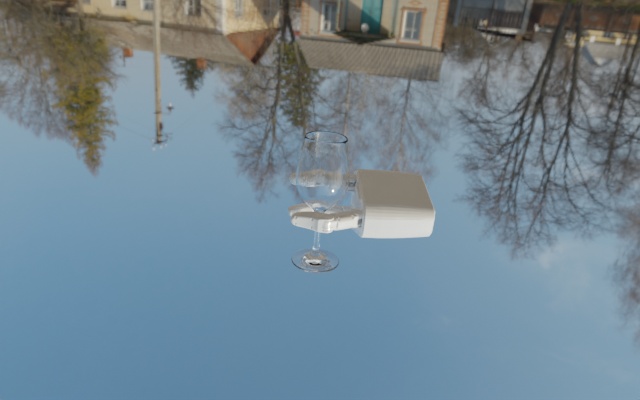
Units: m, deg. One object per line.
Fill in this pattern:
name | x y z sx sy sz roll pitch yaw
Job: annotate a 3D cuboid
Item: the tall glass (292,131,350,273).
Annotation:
tall glass | 0.000 0.003 0.706 0.079 0.201 0.079 4 23 -2
